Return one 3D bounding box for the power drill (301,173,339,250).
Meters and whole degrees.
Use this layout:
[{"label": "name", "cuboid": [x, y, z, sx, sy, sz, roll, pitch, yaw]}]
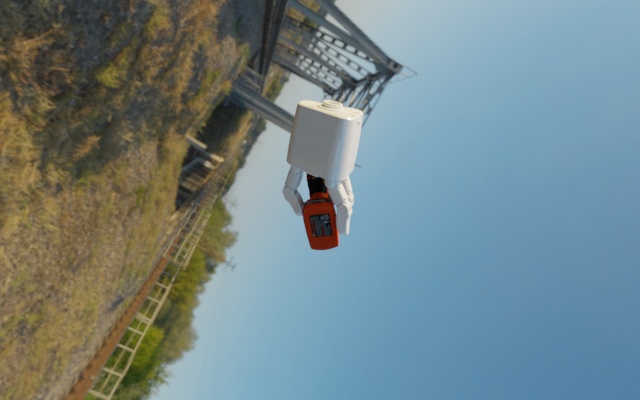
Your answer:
[{"label": "power drill", "cuboid": [0.000, 0.003, 0.898, 0.057, 0.185, 0.187, -9, 39, 4]}]
